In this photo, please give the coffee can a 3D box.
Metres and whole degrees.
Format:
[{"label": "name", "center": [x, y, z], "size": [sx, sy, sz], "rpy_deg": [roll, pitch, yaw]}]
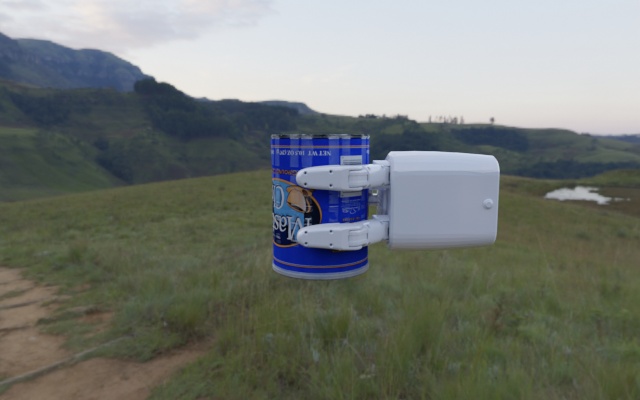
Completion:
[{"label": "coffee can", "center": [0.000, 0.002, 0.501], "size": [0.103, 0.140, 0.103], "rpy_deg": [0, 8, 0]}]
